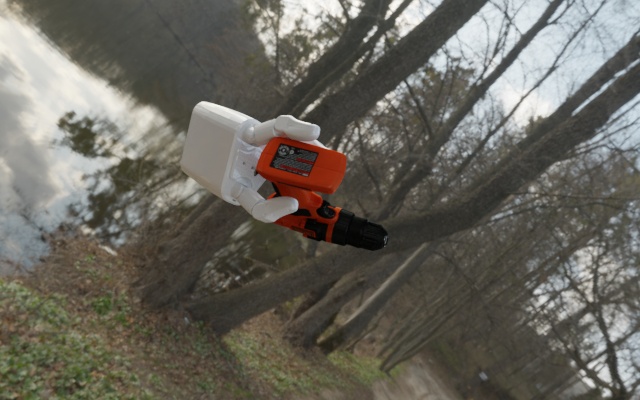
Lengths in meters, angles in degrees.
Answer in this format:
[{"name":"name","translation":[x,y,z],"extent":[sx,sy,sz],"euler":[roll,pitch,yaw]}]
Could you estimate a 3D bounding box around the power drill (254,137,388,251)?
[{"name":"power drill","translation":[0.000,0.002,0.625],"extent":[0.184,0.057,0.188],"euler":[14,-26,13]}]
